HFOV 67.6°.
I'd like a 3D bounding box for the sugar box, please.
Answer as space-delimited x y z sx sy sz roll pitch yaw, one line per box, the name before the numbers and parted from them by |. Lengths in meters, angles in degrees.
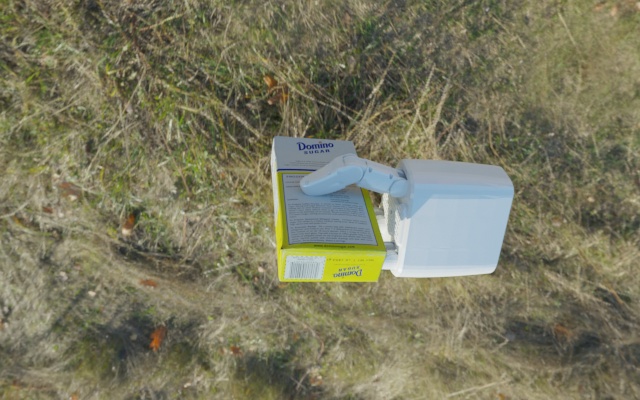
sugar box | 0.000 0.002 0.478 0.093 0.048 0.176 3 37 -10
